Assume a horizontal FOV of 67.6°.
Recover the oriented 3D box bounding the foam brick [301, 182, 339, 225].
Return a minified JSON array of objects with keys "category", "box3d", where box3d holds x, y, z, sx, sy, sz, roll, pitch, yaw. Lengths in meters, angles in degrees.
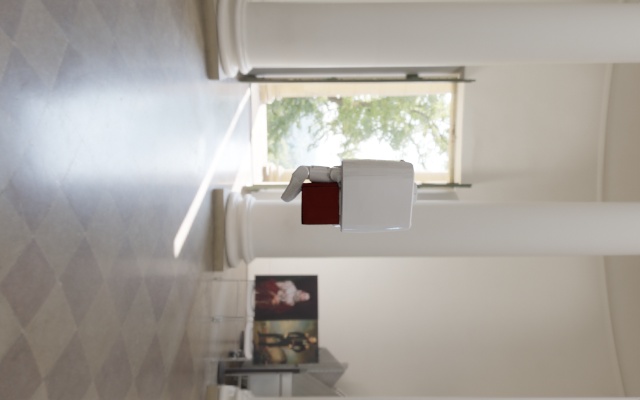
[{"category":"foam brick","box3d":[0.000,0.002,0.665,0.051,0.053,0.078,0,7,0]}]
